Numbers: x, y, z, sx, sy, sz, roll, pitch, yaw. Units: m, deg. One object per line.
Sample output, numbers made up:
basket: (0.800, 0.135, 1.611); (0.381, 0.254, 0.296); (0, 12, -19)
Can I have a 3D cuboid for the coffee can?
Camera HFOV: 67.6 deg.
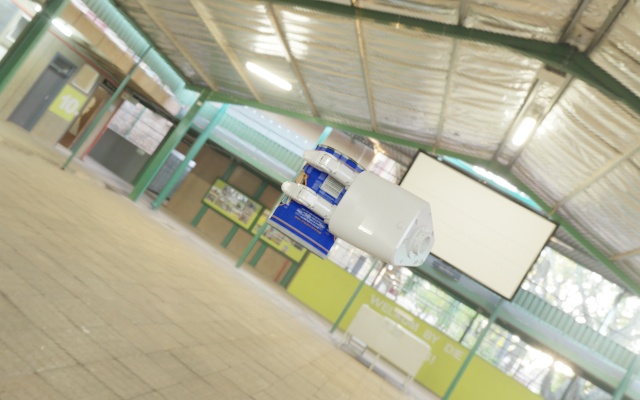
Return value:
coffee can: (0.000, 0.002, 0.711); (0.103, 0.140, 0.103); (32, -7, 4)
